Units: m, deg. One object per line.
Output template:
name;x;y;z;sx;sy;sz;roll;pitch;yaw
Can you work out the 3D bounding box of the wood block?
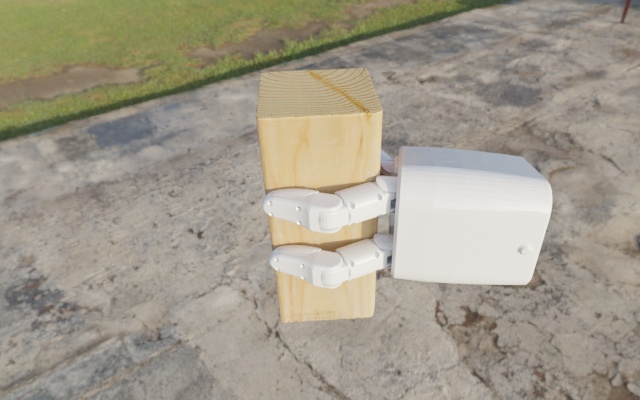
wood block;0.000;0.001;0.417;0.090;0.206;0.090;-3;35;-2
